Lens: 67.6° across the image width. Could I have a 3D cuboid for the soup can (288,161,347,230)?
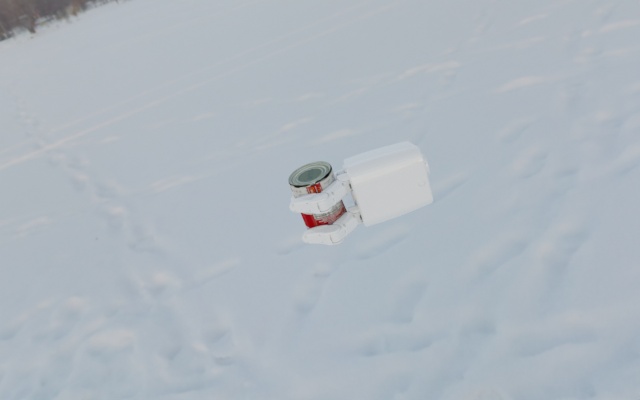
[{"bbox_3d":[0.000,0.002,0.705,0.068,0.102,0.068,-16,29,9],"label":"soup can"}]
